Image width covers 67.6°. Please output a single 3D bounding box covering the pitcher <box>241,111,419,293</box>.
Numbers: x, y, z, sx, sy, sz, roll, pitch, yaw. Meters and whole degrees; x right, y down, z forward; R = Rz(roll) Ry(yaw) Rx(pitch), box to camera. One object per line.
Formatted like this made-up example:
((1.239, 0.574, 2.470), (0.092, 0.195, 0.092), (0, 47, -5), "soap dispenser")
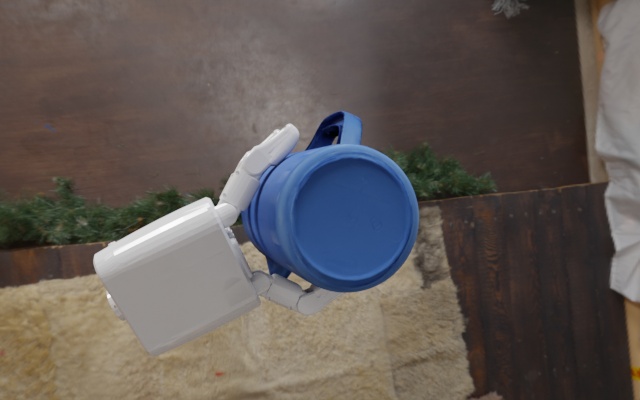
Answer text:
((0.000, 0.002, 0.452), (0.145, 0.149, 0.243), (-25, 6, -11), "pitcher")
